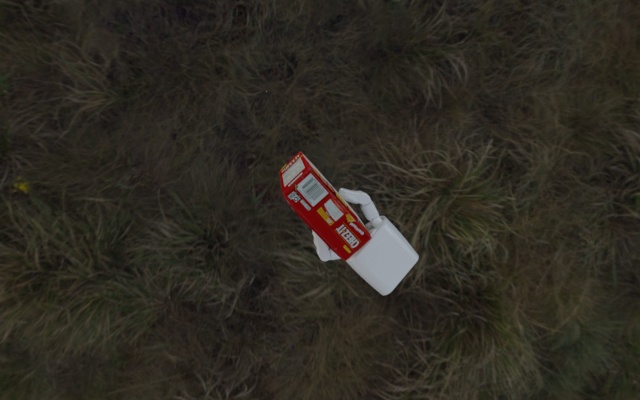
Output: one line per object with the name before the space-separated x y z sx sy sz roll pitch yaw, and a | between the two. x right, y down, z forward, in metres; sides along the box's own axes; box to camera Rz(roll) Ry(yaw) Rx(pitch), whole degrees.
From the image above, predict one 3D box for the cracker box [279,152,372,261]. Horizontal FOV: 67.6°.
cracker box | 0.000 0.003 0.888 0.072 0.164 0.213 -42 14 4
